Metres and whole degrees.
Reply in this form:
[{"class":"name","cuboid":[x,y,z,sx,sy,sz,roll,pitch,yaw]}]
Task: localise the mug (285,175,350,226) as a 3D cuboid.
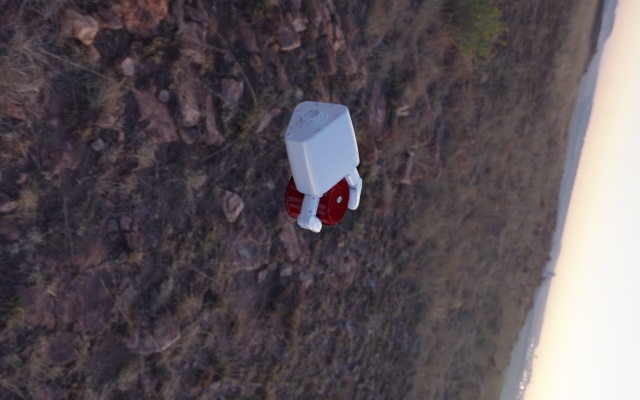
[{"class":"mug","cuboid":[0.001,0.004,0.832,0.081,0.117,0.093,13,49,27]}]
